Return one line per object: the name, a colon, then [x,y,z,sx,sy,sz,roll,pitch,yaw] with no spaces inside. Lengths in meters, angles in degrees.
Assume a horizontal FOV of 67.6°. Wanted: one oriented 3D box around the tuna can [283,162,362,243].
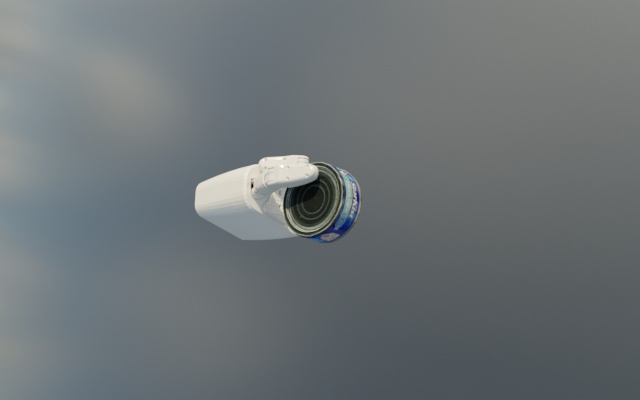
tuna can: [0.000,0.002,0.522,0.086,0.086,0.034,0,-13,39]
